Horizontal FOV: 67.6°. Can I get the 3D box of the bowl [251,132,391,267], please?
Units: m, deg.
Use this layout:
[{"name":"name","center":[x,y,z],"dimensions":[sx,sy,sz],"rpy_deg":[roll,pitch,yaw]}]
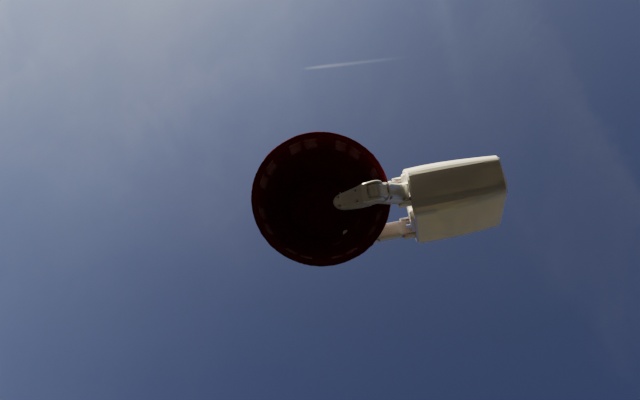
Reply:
[{"name":"bowl","center":[-0.001,0.002,0.575],"dimensions":[0.162,0.162,0.055],"rpy_deg":[0,-15,-1]}]
